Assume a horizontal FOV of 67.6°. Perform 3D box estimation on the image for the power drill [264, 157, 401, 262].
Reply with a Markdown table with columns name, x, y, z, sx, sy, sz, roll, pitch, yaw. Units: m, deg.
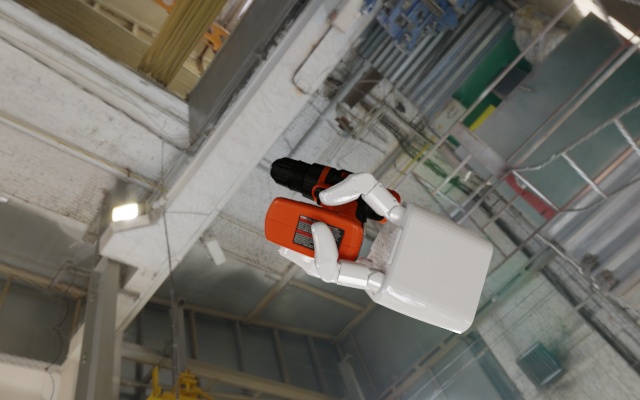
| name | x | y | z | sx | sy | sz | roll | pitch | yaw |
| --- | --- | --- | --- | --- | --- | --- | --- | --- | --- |
| power drill | 0.000 | 0.002 | 0.582 | 0.184 | 0.057 | 0.187 | 17 | 22 | 10 |
